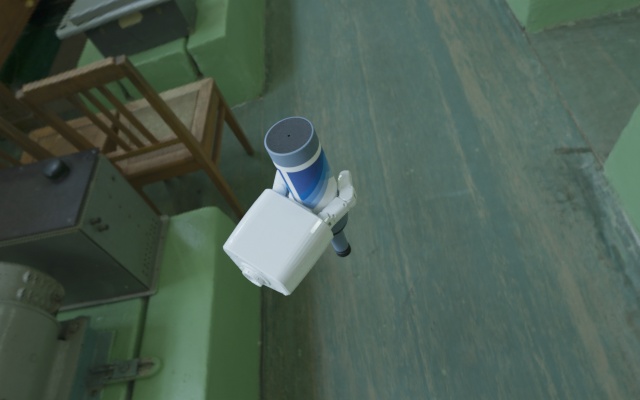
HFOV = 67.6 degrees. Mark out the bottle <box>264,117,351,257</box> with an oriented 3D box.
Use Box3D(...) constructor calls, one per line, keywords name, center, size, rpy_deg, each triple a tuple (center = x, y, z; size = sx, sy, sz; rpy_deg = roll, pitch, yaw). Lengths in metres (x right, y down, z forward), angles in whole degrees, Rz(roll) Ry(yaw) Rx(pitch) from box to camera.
Box3D(name="bottle", center=(0.000, 0.002, 0.717), size=(0.069, 0.069, 0.296), rpy_deg=(0, -35, 20))
